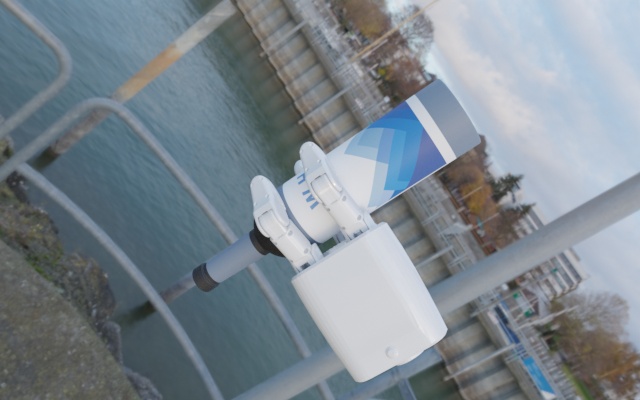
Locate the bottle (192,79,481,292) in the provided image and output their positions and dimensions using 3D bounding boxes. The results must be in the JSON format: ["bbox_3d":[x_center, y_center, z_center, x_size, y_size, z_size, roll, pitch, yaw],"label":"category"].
[{"bbox_3d":[0.000,0.001,0.445,0.296,0.069,0.069,-33,-9,13],"label":"bottle"}]
